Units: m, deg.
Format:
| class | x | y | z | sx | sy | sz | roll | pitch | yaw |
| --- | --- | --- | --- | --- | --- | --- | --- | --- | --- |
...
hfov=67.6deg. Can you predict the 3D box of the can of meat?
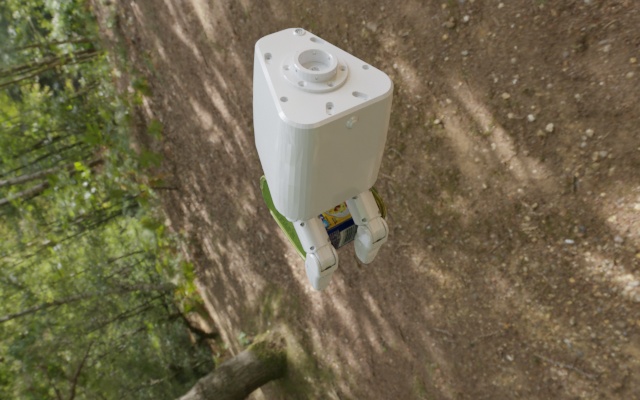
| class | x | y | z | sx | sy | sz | roll | pitch | yaw |
| --- | --- | --- | --- | --- | --- | --- | --- | --- | --- |
| can of meat | 0.000 | 0.002 | 0.473 | 0.084 | 0.102 | 0.057 | -27 | -27 | -23 |
